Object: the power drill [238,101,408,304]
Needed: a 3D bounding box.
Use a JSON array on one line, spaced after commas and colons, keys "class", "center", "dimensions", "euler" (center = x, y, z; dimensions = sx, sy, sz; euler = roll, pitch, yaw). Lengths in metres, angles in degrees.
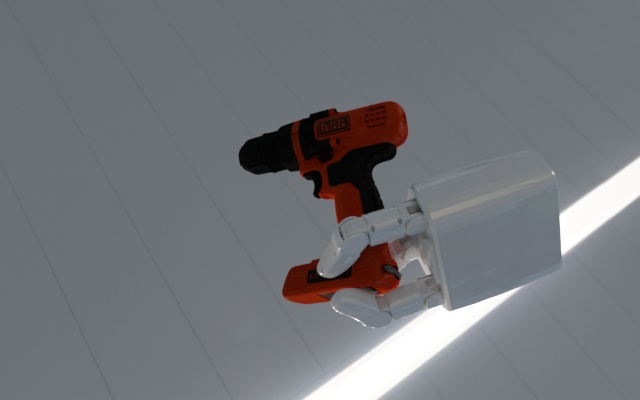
[{"class": "power drill", "center": [0.000, 0.002, 0.465], "dimensions": [0.184, 0.187, 0.057], "euler": [-12, -22, 22]}]
